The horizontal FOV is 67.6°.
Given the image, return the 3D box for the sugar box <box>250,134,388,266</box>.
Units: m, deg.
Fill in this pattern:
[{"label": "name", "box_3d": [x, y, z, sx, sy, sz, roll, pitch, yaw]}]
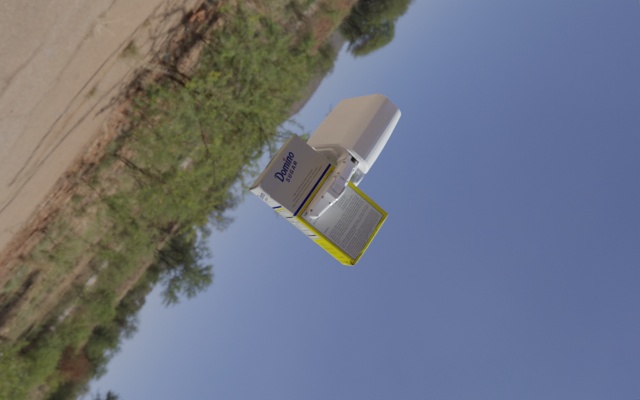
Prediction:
[{"label": "sugar box", "box_3d": [0.000, 0.002, 0.656, 0.176, 0.093, 0.048, 40, -19, -13]}]
